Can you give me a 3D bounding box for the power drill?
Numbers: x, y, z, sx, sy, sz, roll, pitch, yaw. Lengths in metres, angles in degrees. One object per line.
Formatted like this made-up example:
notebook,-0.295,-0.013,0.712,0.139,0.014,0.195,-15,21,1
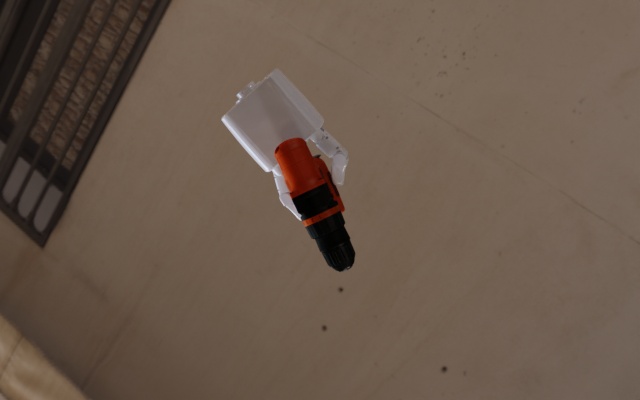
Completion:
power drill,0.000,0.002,0.684,0.057,0.184,0.187,-23,2,3
